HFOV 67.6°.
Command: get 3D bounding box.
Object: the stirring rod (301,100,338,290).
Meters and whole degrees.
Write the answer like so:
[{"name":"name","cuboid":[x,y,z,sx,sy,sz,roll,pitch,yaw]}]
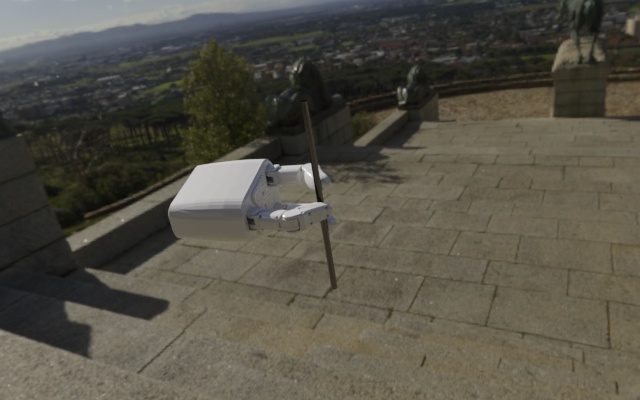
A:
[{"name":"stirring rod","cuboid":[0.000,0.002,0.564,0.011,0.240,0.011,-8,23,3]}]
